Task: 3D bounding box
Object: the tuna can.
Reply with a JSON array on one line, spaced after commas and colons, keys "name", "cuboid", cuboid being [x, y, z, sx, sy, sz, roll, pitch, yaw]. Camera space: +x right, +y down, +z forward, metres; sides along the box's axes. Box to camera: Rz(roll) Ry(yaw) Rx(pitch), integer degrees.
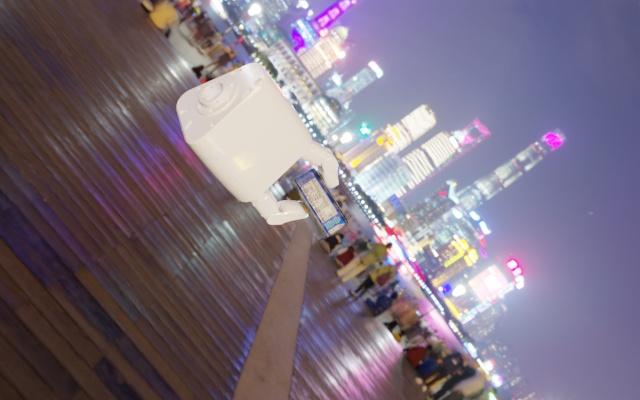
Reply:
[{"name": "tuna can", "cuboid": [0.001, 0.002, 0.607, 0.034, 0.086, 0.086, -32, 0, 0]}]
